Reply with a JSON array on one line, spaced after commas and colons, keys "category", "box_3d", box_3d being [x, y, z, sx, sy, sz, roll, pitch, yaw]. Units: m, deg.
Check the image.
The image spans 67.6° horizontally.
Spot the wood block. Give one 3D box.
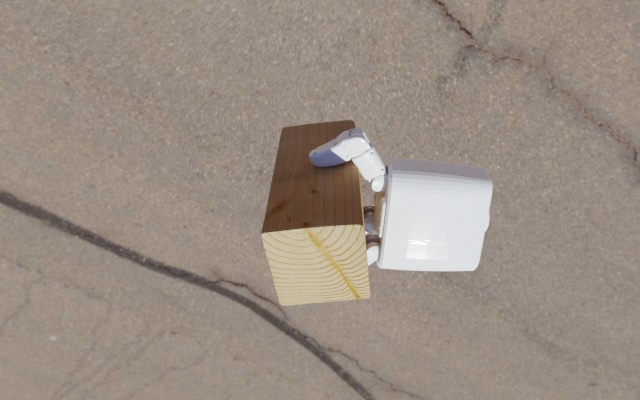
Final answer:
[{"category": "wood block", "box_3d": [0.000, 0.001, 0.510, 0.090, 0.091, 0.206, -6, 34, 5]}]
